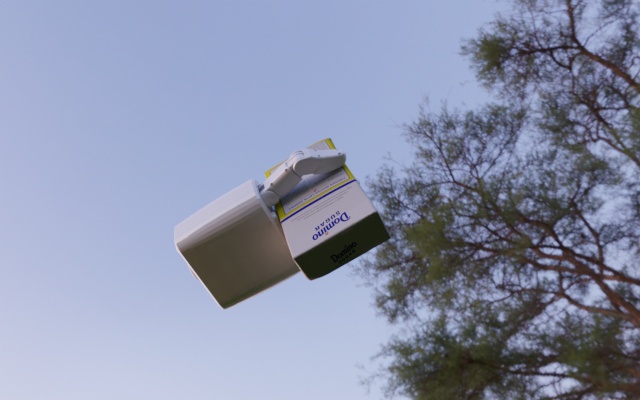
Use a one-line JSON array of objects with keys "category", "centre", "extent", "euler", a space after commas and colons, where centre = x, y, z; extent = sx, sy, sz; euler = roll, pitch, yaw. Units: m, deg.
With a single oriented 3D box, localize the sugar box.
[{"category": "sugar box", "centre": [0.000, 0.002, 0.521], "extent": [0.093, 0.048, 0.176], "euler": [-29, 37, 3]}]
